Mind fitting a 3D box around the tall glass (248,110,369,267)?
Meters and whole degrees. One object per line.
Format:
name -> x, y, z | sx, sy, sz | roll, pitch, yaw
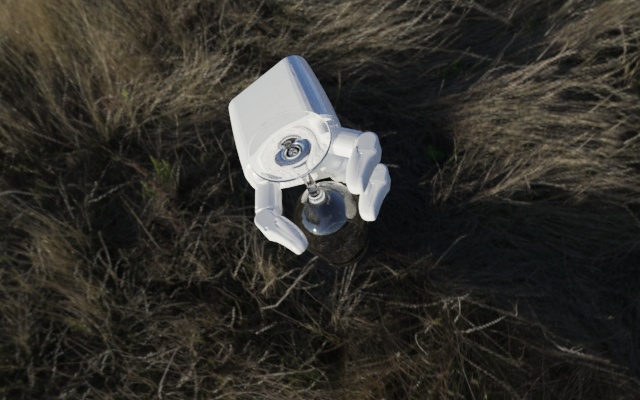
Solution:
tall glass -> 0.000, 0.001, 0.482 | 0.079, 0.079, 0.201 | 0, -30, 18
